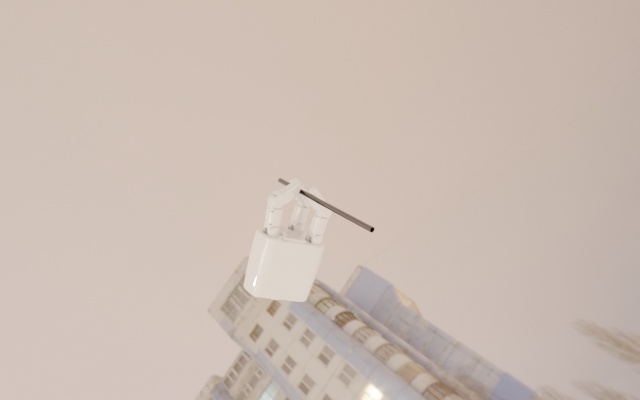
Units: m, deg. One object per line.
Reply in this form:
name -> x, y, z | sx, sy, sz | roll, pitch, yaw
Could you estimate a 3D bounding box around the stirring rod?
stirring rod -> 0.000, 0.003, 0.741 | 0.011, 0.011, 0.239 | 0, 18, -38
